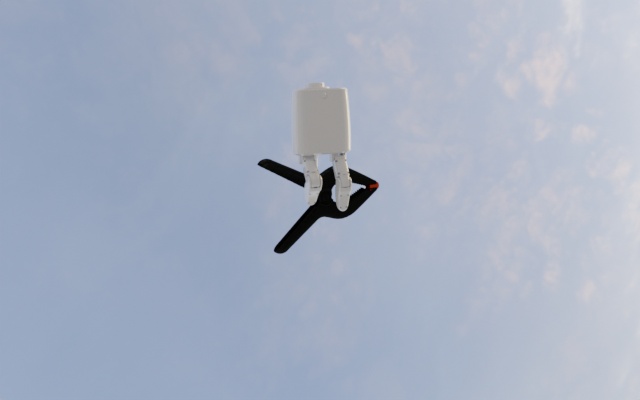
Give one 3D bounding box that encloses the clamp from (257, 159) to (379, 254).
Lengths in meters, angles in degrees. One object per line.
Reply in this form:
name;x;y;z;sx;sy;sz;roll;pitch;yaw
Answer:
clamp;0.000;0.002;0.823;0.210;0.164;0.036;-6;15;-17
